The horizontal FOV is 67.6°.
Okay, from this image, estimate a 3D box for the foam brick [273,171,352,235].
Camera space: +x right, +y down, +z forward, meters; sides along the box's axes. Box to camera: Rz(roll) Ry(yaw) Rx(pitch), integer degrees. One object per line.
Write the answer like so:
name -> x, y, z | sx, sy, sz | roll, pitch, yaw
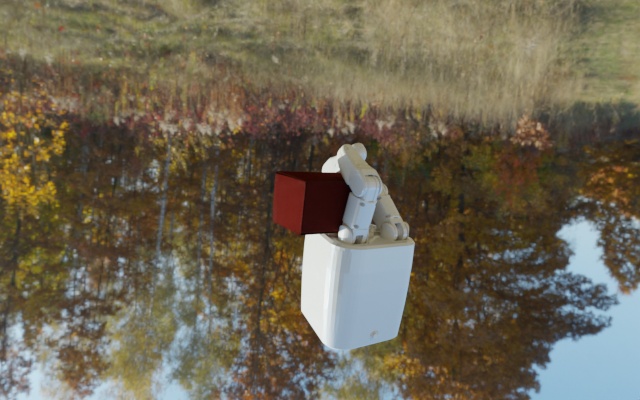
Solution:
foam brick -> 0.000, 0.001, 0.463 | 0.078, 0.051, 0.053 | -1, 14, -36
